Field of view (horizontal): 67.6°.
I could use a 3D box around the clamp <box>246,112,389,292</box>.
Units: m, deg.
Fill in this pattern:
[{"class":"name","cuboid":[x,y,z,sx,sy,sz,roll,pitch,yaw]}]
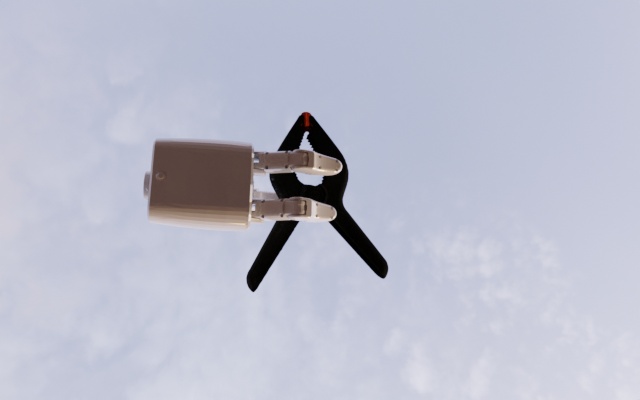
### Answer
[{"class":"clamp","cuboid":[0.000,0.001,0.559,0.164,0.210,0.036,4,-12,-15]}]
